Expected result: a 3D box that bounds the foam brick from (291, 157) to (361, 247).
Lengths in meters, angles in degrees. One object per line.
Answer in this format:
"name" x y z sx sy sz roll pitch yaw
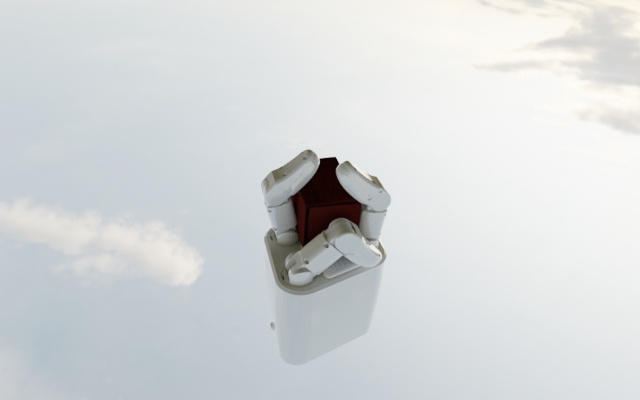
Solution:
"foam brick" 0.000 0.001 0.451 0.053 0.051 0.078 -7 37 -14
